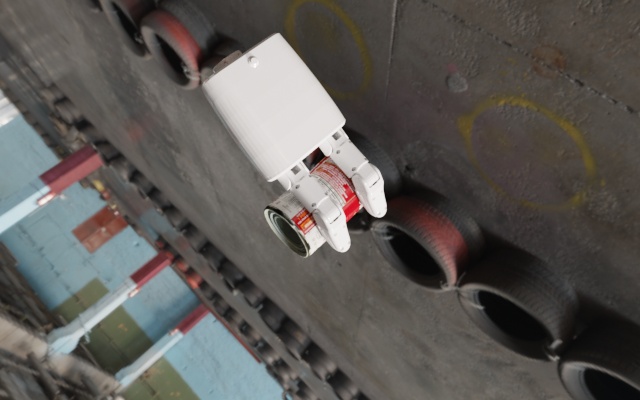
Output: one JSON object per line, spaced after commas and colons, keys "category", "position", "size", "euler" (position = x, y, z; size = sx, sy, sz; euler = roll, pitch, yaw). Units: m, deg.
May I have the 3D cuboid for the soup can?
{"category": "soup can", "position": [0.000, 0.002, 0.498], "size": [0.102, 0.068, 0.068], "euler": [-42, 18, -21]}
